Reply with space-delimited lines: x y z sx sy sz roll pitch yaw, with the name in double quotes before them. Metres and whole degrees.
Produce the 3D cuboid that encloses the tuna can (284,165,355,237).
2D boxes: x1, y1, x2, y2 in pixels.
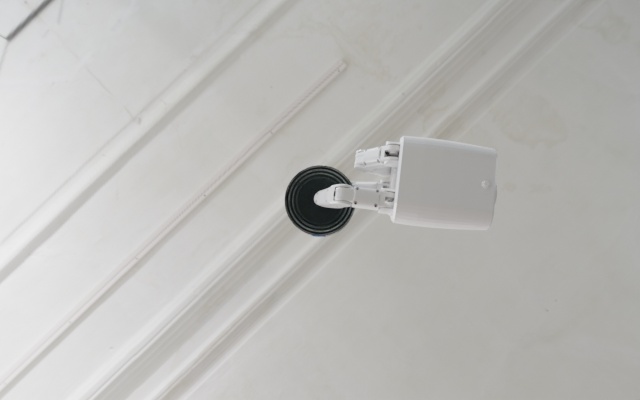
"tuna can" 0.000 0.002 0.587 0.086 0.086 0.034 0 -8 2
